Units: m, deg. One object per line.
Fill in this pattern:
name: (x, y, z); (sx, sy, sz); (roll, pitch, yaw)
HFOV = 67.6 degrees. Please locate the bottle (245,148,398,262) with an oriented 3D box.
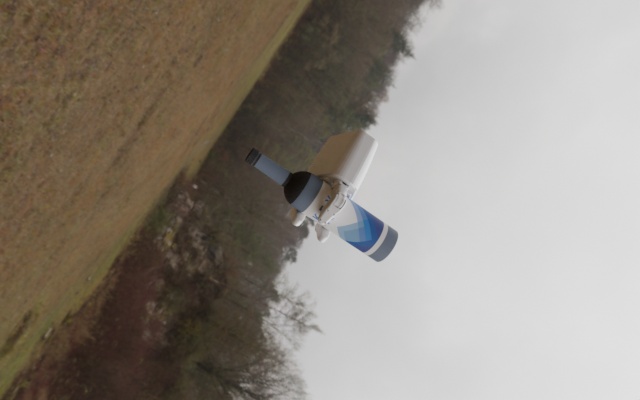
bottle: (0.000, 0.003, 0.828); (0.296, 0.069, 0.069); (34, -9, -13)
